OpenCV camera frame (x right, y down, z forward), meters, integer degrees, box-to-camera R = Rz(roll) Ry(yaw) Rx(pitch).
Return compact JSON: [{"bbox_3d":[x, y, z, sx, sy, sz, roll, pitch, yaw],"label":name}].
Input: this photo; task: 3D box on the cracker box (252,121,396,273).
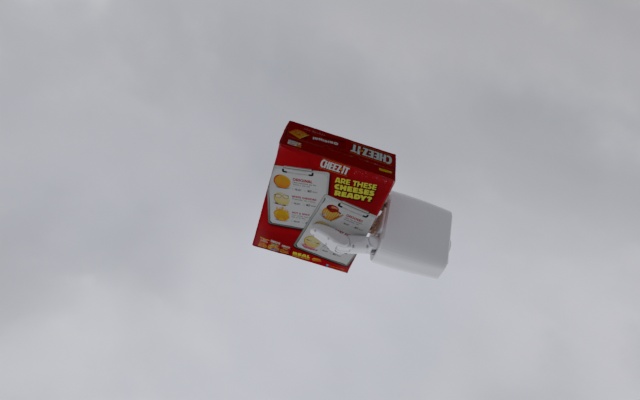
[{"bbox_3d":[0.000,0.003,0.720,0.164,0.214,0.072,17,42,-4],"label":"cracker box"}]
